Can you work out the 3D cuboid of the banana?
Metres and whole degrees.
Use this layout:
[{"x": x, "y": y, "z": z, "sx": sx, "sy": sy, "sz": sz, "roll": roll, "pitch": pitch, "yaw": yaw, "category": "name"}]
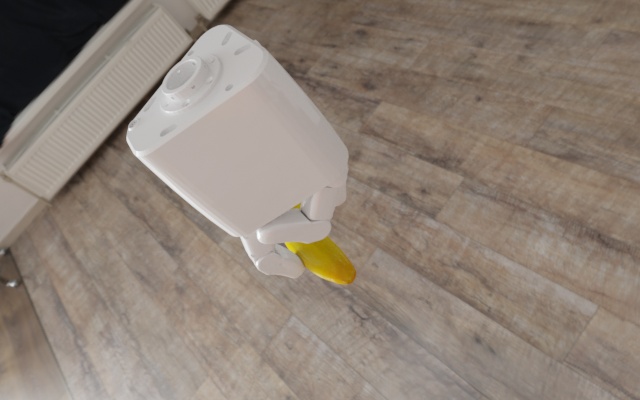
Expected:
[{"x": -0.017, "y": 0.007, "z": 0.482, "sx": 0.069, "sy": 0.197, "sz": 0.037, "roll": -26, "pitch": -42, "yaw": 16, "category": "banana"}]
